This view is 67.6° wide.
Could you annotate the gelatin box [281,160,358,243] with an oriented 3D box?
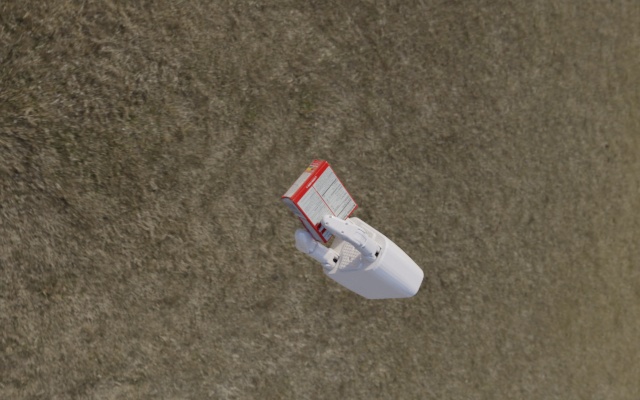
[{"bbox_3d":[0.000,0.002,0.640,0.030,0.073,0.089,13,-33,51],"label":"gelatin box"}]
